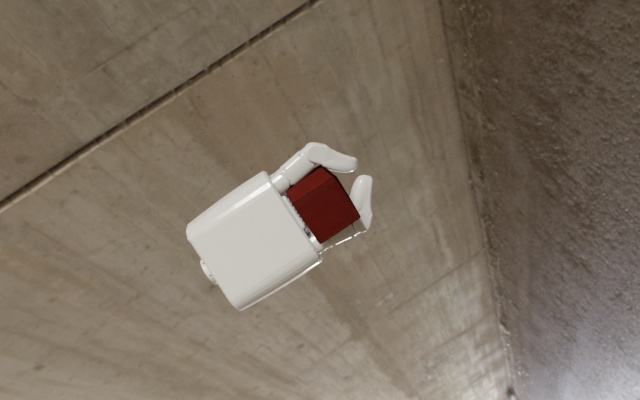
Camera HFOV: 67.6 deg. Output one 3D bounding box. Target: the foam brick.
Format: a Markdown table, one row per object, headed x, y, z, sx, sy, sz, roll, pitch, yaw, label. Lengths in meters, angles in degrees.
| x | y | z | sx | sy | sz | roll | pitch | yaw | label |
| --- | --- | --- | --- | --- | --- | --- | --- | --- | --- |
| 0.000 | 0.002 | 0.500 | 0.051 | 0.053 | 0.078 | -33 | 16 | -2 | foam brick |
